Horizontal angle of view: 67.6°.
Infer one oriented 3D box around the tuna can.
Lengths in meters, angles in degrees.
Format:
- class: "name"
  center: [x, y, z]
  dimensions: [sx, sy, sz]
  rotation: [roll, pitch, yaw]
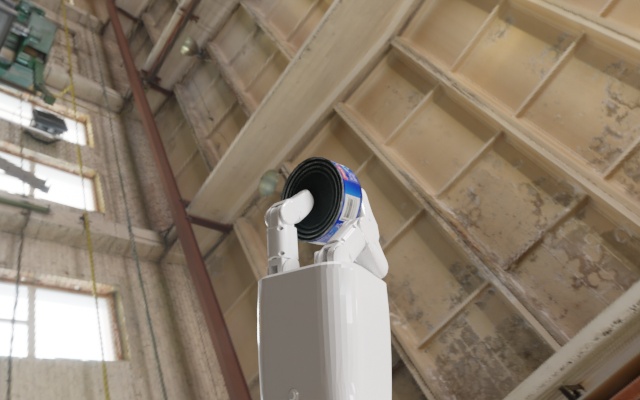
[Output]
- class: "tuna can"
  center: [0.000, 0.002, 0.480]
  dimensions: [0.086, 0.086, 0.034]
  rotation: [0, -12, 44]
